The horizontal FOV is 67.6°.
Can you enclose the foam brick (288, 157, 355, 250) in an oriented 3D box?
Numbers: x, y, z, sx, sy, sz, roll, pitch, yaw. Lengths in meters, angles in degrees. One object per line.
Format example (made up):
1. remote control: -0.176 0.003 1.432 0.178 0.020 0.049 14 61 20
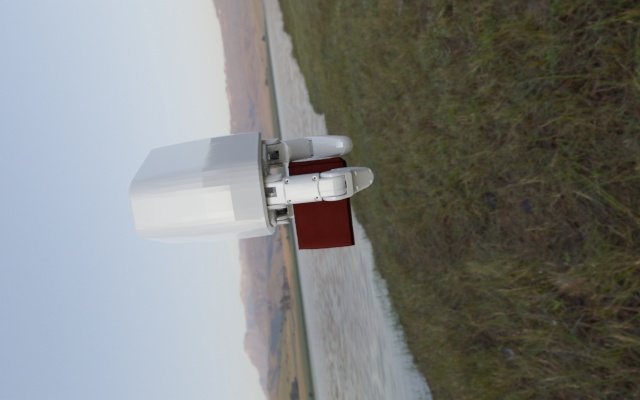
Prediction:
1. foam brick: 0.000 0.002 0.443 0.051 0.078 0.053 -7 9 -2
